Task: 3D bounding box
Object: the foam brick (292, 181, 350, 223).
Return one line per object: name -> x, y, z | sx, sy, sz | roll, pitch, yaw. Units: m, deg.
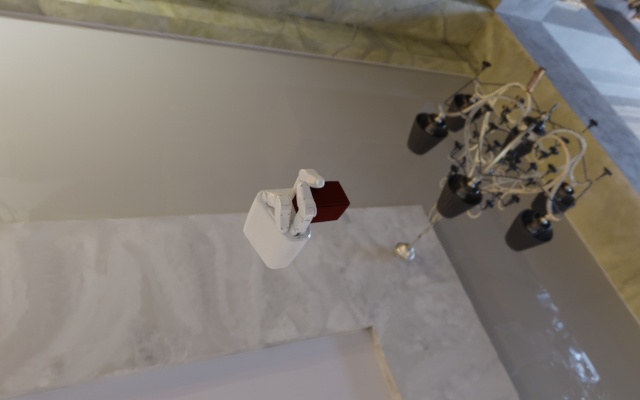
foam brick -> 0.000, 0.003, 0.828 | 0.078, 0.053, 0.051 | -4, -35, -31
